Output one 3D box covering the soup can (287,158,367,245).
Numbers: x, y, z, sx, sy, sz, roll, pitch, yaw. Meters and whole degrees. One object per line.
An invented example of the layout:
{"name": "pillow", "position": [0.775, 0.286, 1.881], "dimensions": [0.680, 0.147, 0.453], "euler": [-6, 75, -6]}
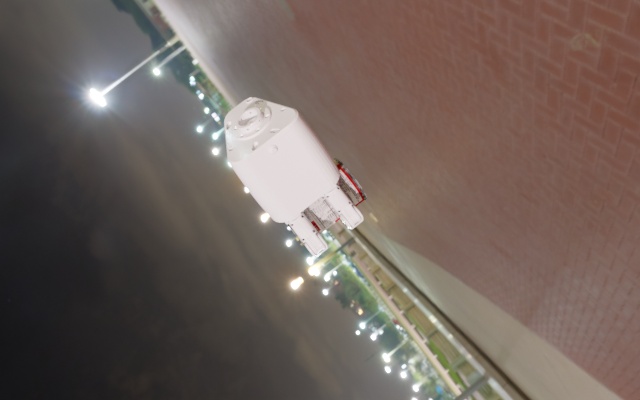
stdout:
{"name": "soup can", "position": [0.000, 0.002, 0.620], "dimensions": [0.102, 0.068, 0.068], "euler": [-38, 2, -2]}
